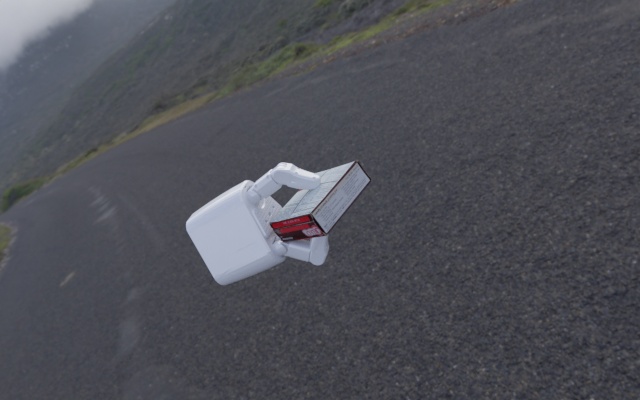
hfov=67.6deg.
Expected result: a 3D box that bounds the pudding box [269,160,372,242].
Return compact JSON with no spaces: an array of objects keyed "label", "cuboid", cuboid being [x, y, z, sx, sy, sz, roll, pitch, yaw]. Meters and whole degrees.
[{"label":"pudding box","cuboid":[0.000,0.002,0.606,0.090,0.039,0.113,-13,31,50]}]
